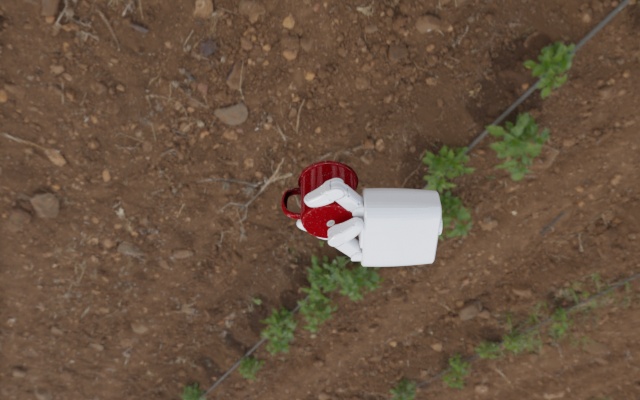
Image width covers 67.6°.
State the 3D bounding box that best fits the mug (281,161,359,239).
[{"bbox_3d":[-0.001,0.002,0.707,0.117,0.081,0.093,-1,-41,1],"label":"mug"}]
